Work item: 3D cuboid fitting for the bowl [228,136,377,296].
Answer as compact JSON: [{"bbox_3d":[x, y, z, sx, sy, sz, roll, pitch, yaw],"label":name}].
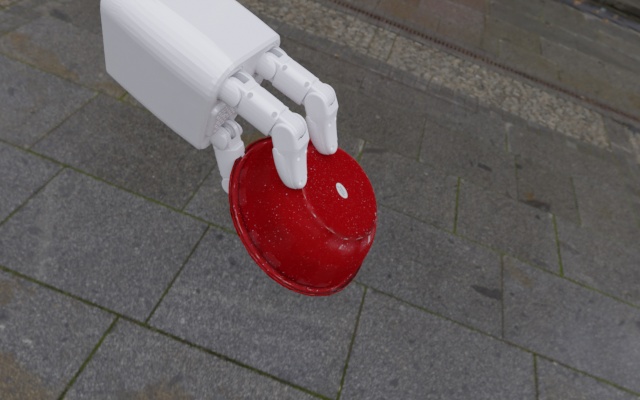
[{"bbox_3d":[0.001,0.002,0.434,0.162,0.162,0.055,0,-23,-44],"label":"bowl"}]
